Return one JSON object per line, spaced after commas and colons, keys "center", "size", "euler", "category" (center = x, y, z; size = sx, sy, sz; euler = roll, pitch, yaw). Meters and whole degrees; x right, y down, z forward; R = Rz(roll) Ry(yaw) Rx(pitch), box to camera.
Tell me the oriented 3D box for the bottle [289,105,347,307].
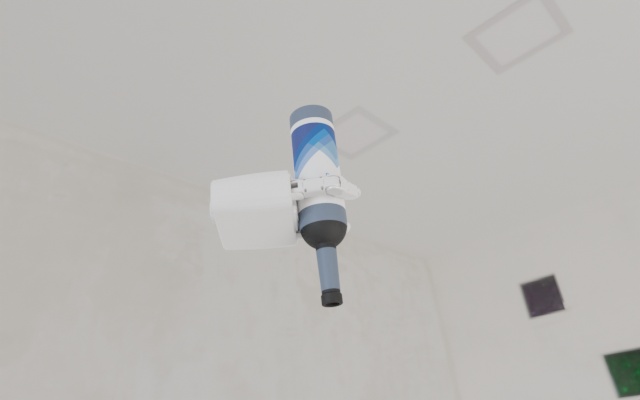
{"center": [0.000, 0.002, 0.671], "size": [0.069, 0.295, 0.069], "euler": [-5, -27, -3], "category": "bottle"}
